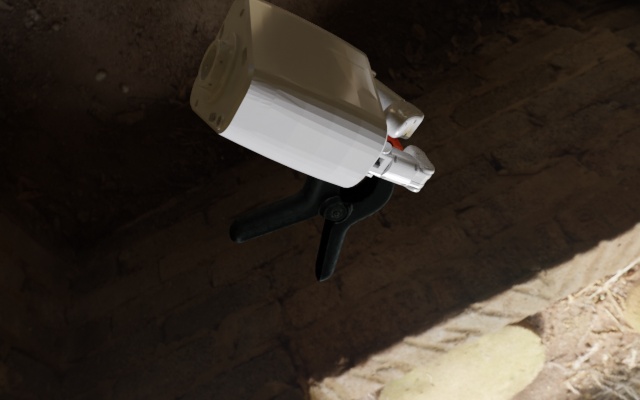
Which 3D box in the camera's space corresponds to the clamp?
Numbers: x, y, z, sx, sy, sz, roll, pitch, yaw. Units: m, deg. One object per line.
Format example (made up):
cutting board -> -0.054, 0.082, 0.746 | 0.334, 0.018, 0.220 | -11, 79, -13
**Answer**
clamp -> 0.000, 0.002, 0.432 | 0.120, 0.171, 0.039 | 18, 30, -33
